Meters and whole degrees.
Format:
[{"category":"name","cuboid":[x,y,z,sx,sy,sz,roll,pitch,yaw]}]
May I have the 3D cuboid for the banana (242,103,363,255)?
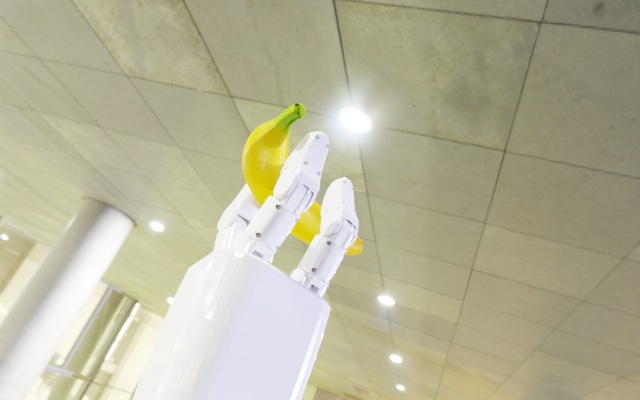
[{"category":"banana","cuboid":[-0.018,-0.001,0.409,0.069,0.037,0.198,3,-32,22]}]
